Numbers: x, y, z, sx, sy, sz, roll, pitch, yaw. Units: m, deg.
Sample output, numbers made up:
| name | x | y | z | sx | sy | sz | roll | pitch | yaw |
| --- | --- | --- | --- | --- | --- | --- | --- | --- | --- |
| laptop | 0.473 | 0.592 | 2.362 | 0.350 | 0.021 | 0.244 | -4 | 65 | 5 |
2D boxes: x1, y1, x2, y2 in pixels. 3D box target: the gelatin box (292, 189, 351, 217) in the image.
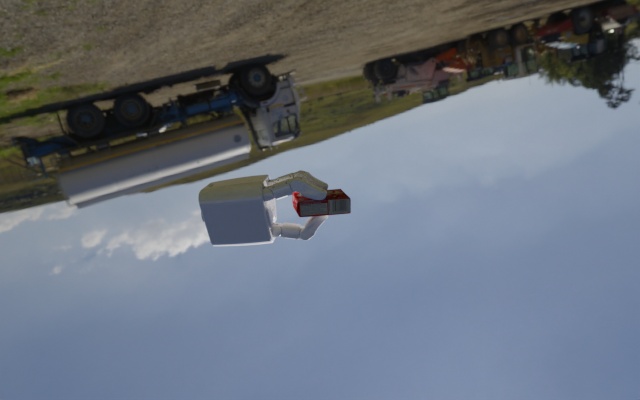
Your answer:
| name | x | y | z | sx | sy | sz | roll | pitch | yaw |
| --- | --- | --- | --- | --- | --- | --- | --- | --- | --- |
| gelatin box | 0.000 | 0.003 | 0.803 | 0.089 | 0.030 | 0.073 | -4 | 14 | -9 |
